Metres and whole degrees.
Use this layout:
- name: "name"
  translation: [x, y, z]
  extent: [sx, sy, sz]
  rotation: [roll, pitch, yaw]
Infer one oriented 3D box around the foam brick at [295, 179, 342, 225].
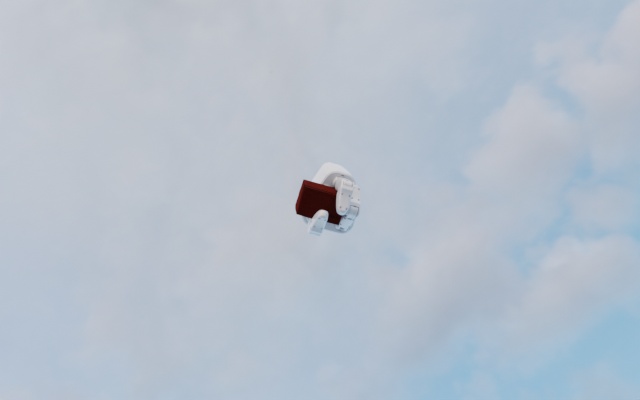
- name: "foam brick"
  translation: [0.000, 0.003, 0.812]
  extent: [0.078, 0.053, 0.051]
  rotation: [16, 13, -10]
